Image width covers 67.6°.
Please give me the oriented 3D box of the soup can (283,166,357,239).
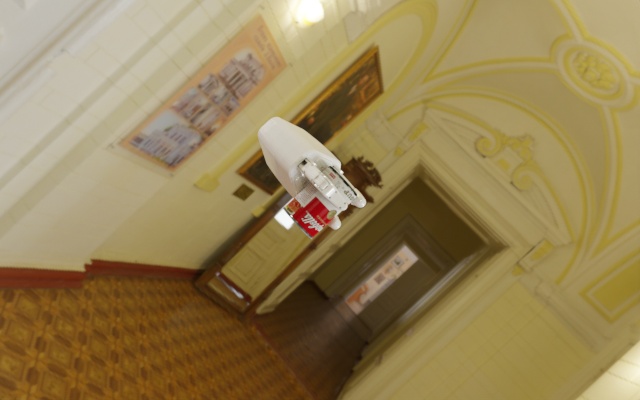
[{"bbox_3d":[0.001,0.003,0.762,0.102,0.068,0.068,-43,0,0],"label":"soup can"}]
